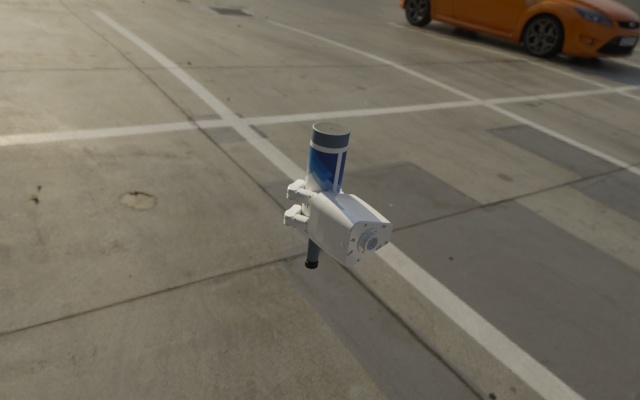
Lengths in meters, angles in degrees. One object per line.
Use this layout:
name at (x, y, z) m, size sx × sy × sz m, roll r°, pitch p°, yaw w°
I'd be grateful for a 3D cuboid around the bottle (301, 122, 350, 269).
bottle at (0.000, 0.003, 0.898) m, size 0.069 × 0.296 × 0.069 m, roll 7°, pitch 28°, yaw -4°
